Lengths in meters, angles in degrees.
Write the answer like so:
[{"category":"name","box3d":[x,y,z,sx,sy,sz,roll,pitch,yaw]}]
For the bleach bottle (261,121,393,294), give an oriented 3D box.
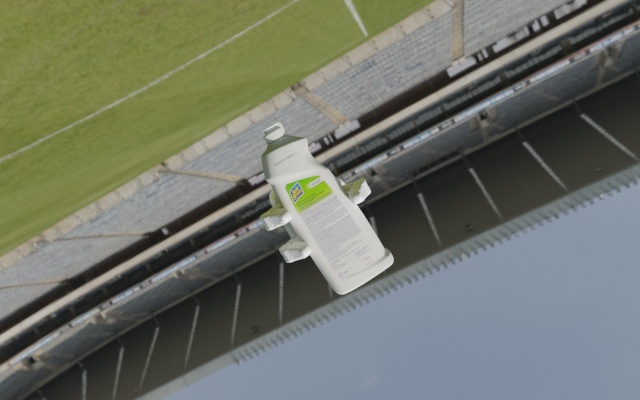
[{"category":"bleach bottle","box3d":[0.000,0.002,0.670,0.102,0.251,0.068,-31,11,-8]}]
